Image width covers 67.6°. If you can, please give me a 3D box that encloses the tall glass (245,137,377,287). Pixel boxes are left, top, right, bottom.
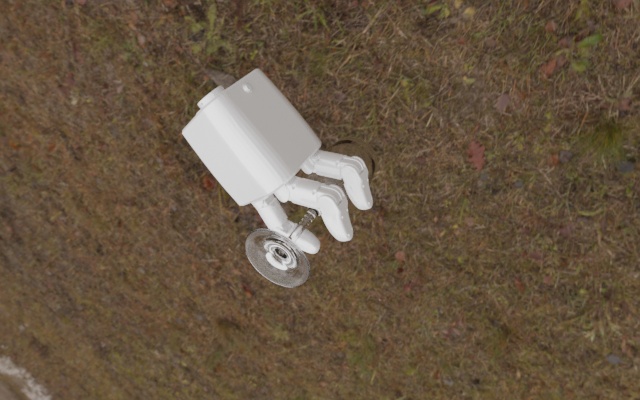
[{"bbox_3d":[0.000,0.002,0.539,0.079,0.079,0.201,0,34,32],"label":"tall glass"}]
